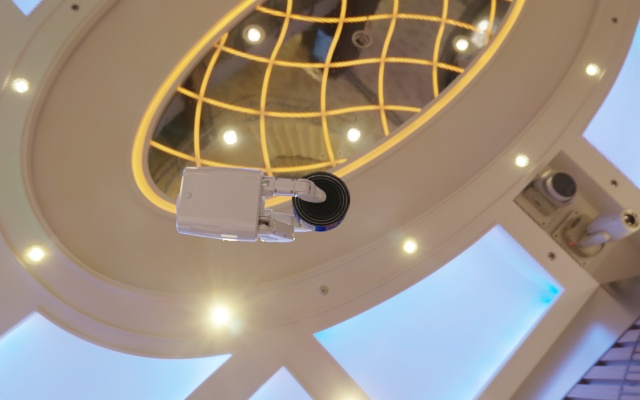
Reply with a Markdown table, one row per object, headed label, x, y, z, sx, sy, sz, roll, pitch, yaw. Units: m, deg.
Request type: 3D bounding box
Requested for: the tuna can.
| label | x | y | z | sx | sy | sz | roll | pitch | yaw |
| --- | --- | --- | --- | --- | --- | --- | --- | --- | --- |
| tuna can | 0.000 | 0.003 | 0.709 | 0.086 | 0.086 | 0.034 | 0 | -19 | -3 |
